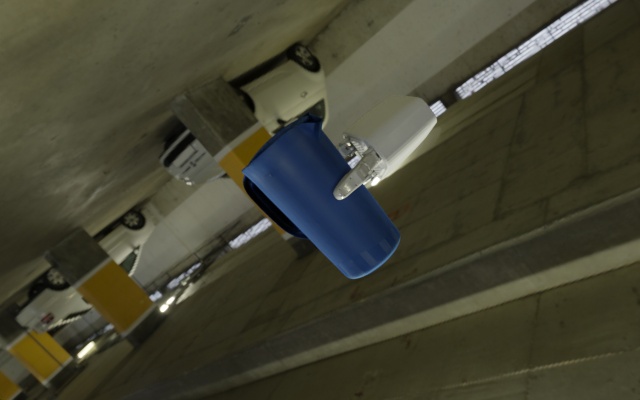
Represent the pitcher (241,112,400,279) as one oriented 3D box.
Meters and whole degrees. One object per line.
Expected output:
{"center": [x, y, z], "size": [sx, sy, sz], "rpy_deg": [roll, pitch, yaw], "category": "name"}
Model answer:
{"center": [0.000, 0.002, 0.726], "size": [0.145, 0.243, 0.149], "rpy_deg": [-42, 10, -9], "category": "pitcher"}
